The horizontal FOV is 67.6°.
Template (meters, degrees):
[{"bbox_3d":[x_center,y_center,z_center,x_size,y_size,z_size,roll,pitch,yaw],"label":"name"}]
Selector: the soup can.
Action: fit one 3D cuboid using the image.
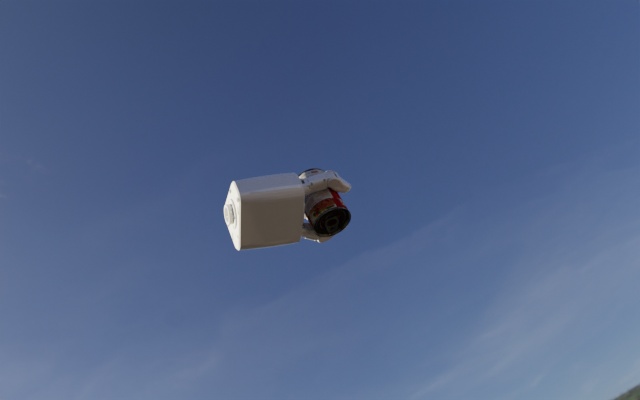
[{"bbox_3d":[0.000,0.002,0.810,0.068,0.068,0.102,0,43,-31],"label":"soup can"}]
